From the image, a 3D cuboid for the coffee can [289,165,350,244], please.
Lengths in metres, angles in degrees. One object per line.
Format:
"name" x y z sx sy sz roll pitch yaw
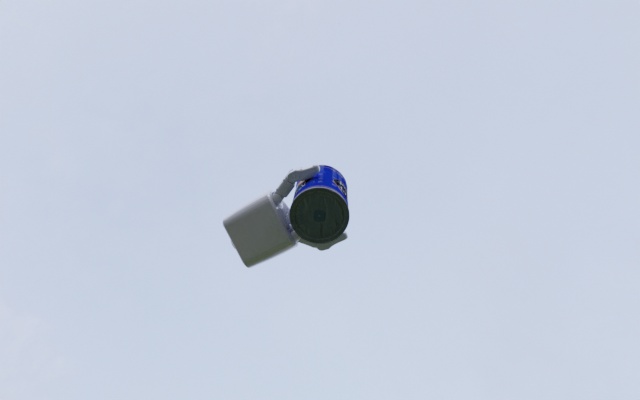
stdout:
"coffee can" 0.000 0.003 0.871 0.103 0.103 0.140 0 20 2
